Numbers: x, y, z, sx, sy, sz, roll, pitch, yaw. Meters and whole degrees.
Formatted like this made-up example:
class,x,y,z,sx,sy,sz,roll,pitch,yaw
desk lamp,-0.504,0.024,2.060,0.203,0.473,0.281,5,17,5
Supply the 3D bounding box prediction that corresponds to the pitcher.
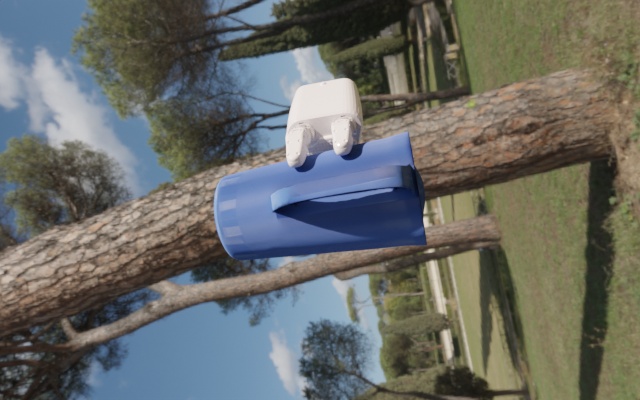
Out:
class,x,y,z,sx,sy,sz,roll,pitch,yaw
pitcher,0.000,0.002,0.566,0.243,0.149,0.145,-9,37,10
